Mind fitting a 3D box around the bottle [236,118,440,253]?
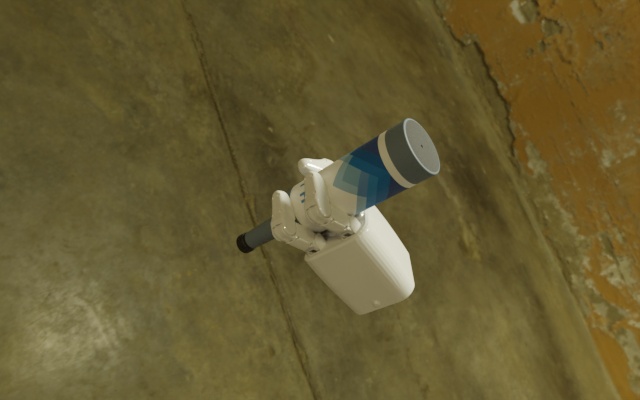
[{"bbox_3d":[0.000,0.002,0.582,0.296,0.069,0.069,-29,-17,34],"label":"bottle"}]
